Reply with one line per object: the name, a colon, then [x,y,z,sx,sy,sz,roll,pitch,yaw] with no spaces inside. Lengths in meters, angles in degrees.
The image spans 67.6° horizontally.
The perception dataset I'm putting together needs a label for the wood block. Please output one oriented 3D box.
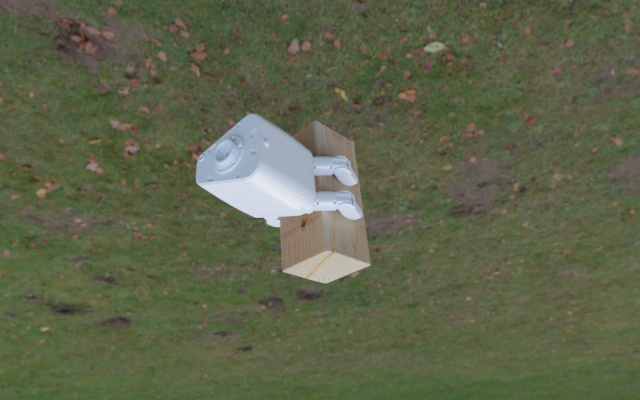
wood block: [0.000,0.002,0.695,0.091,0.206,0.090,-29,-37,36]
